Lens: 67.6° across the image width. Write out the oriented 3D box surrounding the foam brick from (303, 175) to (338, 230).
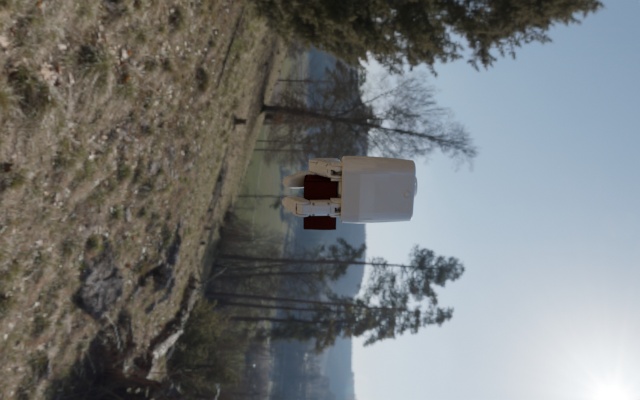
[{"bbox_3d":[0.000,0.003,0.738,0.051,0.078,0.053,1,14,0],"label":"foam brick"}]
